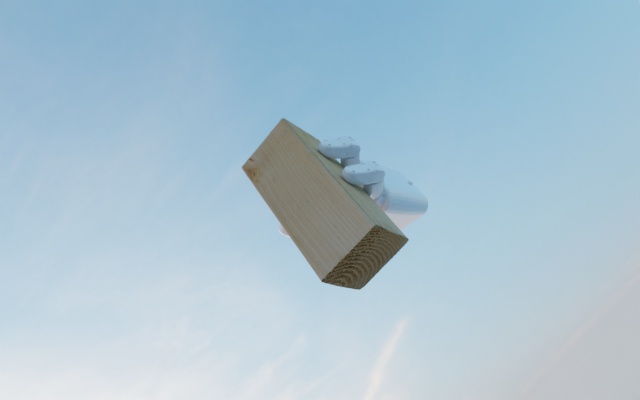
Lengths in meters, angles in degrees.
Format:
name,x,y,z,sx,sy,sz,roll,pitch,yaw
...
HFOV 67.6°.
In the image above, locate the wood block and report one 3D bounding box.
name,x,y,z,sx,sy,sz,roll,pitch,yaw
wood block,0.000,0.002,0.598,0.090,0.091,0.206,24,22,-52
